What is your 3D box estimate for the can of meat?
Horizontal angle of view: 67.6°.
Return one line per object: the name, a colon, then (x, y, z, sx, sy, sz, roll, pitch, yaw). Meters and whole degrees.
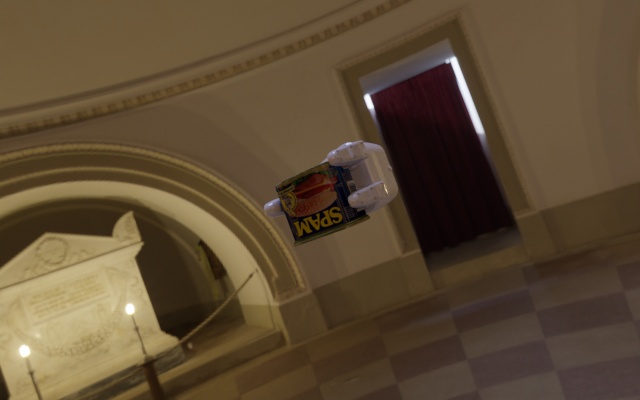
can of meat: (0.000, 0.002, 0.605, 0.102, 0.084, 0.057, -22, -2, 29)
